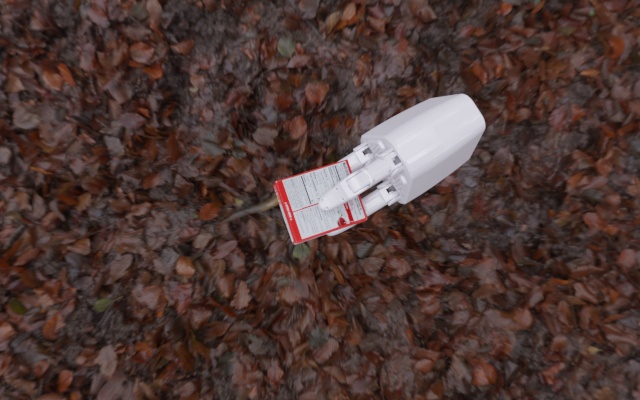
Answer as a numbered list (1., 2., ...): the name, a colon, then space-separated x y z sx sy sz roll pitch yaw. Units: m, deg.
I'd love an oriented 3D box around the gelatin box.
1. gelatin box: 0.000 0.002 0.539 0.089 0.073 0.030 -18 -4 -12
